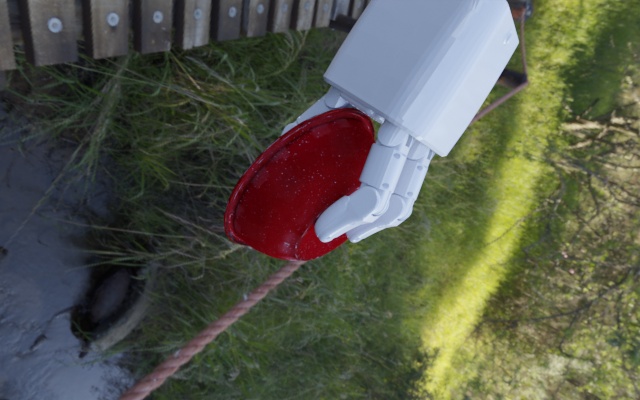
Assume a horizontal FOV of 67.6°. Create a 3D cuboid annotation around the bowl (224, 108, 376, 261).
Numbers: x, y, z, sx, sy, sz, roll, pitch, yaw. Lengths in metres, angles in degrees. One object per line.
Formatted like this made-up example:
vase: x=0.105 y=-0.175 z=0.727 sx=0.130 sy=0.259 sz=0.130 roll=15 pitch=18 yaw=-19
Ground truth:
bowl: x=0.000 y=0.003 z=0.412 sx=0.055 sy=0.162 sz=0.162 roll=49 pitch=25 yaw=23
